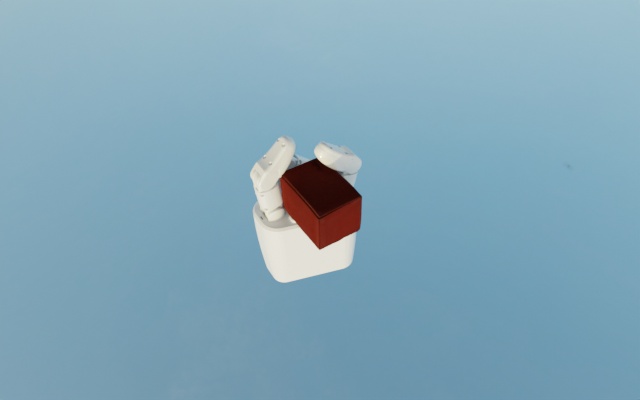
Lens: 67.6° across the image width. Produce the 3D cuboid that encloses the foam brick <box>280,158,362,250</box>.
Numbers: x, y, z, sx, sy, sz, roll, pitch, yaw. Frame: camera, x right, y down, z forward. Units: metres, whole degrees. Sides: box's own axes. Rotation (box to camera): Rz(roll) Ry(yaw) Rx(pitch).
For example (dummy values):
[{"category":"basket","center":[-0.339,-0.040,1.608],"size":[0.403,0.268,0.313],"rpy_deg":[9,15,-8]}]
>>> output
[{"category":"foam brick","center":[0.000,0.002,0.494],"size":[0.053,0.051,0.078],"rpy_deg":[-24,49,-22]}]
